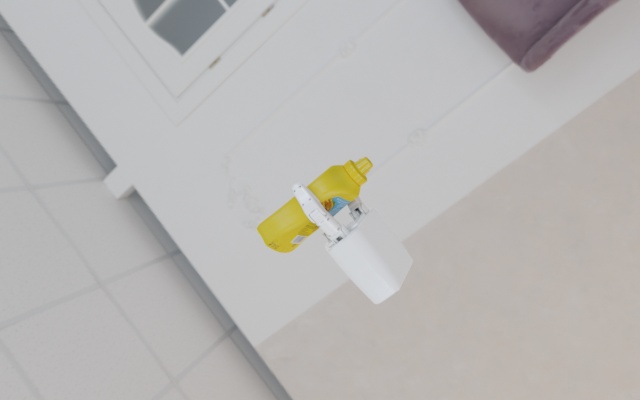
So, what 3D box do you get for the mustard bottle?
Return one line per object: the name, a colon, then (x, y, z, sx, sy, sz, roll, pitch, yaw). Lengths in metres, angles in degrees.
mustard bottle: (0.000, 0.002, 0.714, 0.192, 0.058, 0.096, -39, -22, 15)
